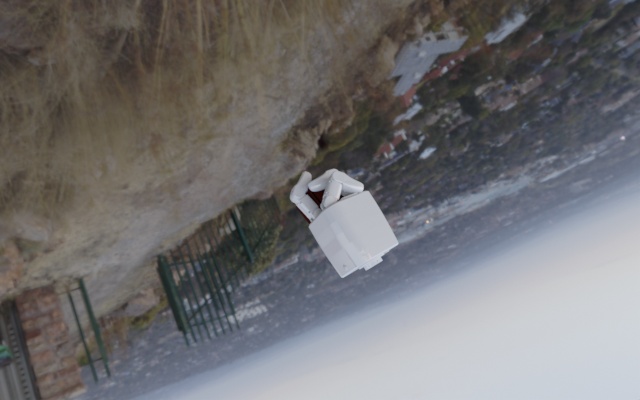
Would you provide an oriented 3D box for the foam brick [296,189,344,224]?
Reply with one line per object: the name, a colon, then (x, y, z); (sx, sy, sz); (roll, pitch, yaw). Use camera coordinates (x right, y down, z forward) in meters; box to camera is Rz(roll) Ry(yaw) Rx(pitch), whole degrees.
foam brick: (0.000, 0.003, 0.851); (0.053, 0.051, 0.078); (-34, -9, -30)
